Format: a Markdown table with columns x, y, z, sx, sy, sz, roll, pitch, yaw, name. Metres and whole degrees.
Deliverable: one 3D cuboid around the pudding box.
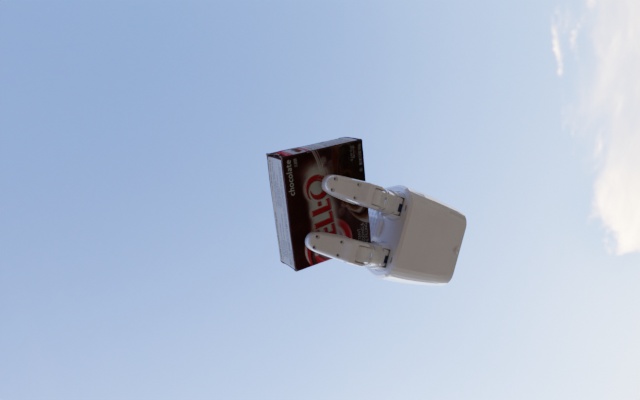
| x | y | z | sx | sy | sz | roll | pitch | yaw | name |
| --- | --- | --- | --- | --- | --- | --- | --- | --- | --- |
| 0.000 | 0.001 | 0.462 | 0.090 | 0.113 | 0.039 | -17 | 17 | -31 | pudding box |
